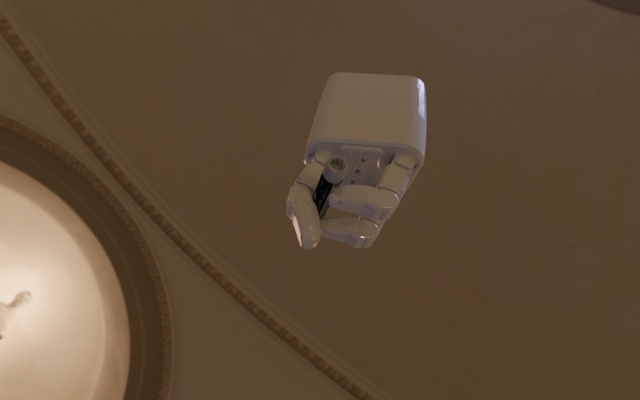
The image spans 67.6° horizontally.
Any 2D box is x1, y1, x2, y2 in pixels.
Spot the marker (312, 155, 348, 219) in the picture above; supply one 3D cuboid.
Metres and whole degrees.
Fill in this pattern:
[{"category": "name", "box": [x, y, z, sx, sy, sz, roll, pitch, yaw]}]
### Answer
[{"category": "marker", "box": [0.000, 0.002, 0.443, 0.020, 0.020, 0.121, 0, -32, -16]}]
